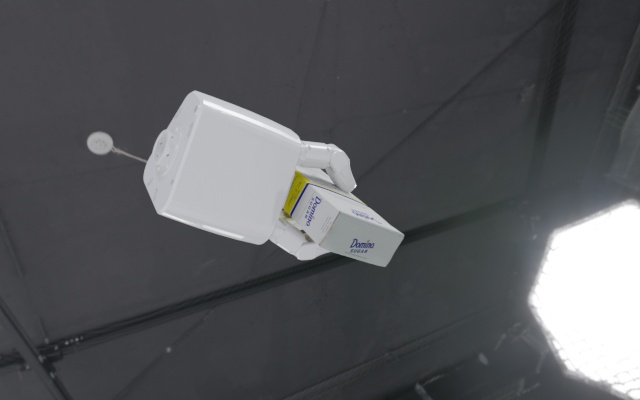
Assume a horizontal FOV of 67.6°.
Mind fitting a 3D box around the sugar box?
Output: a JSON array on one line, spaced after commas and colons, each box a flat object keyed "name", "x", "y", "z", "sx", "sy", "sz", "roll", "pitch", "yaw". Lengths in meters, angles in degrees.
[{"name": "sugar box", "x": 0.000, "y": 0.002, "z": 0.514, "sx": 0.093, "sy": 0.048, "sz": 0.176, "roll": 21, "pitch": 16, "yaw": -37}]
